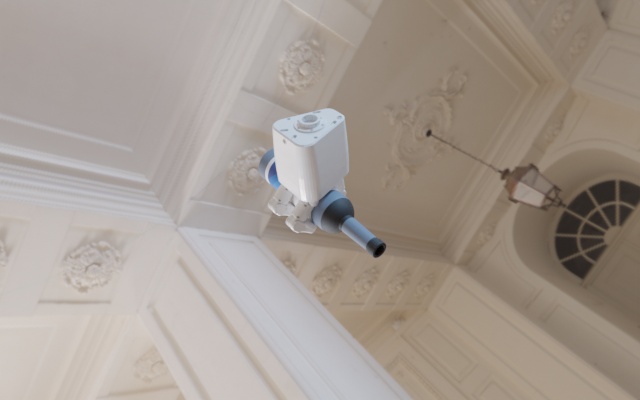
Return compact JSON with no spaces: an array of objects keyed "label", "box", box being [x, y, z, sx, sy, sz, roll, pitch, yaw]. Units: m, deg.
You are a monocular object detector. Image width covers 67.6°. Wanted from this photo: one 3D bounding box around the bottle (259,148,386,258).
[{"label":"bottle","box":[0.000,0.003,0.802,0.069,0.069,0.295,0,29,-43]}]
